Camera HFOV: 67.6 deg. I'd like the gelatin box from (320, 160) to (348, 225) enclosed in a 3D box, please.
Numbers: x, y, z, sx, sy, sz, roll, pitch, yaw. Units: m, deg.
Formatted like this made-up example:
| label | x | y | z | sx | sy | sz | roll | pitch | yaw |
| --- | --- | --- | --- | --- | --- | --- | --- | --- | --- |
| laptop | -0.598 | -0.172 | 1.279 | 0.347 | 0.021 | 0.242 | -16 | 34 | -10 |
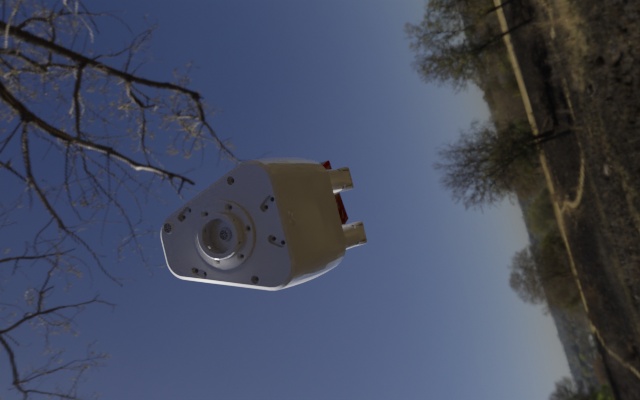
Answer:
| label | x | y | z | sx | sy | sz | roll | pitch | yaw |
| --- | --- | --- | --- | --- | --- | --- | --- | --- | --- |
| gelatin box | 0.000 | 0.002 | 0.515 | 0.030 | 0.073 | 0.089 | -16 | 10 | 17 |
